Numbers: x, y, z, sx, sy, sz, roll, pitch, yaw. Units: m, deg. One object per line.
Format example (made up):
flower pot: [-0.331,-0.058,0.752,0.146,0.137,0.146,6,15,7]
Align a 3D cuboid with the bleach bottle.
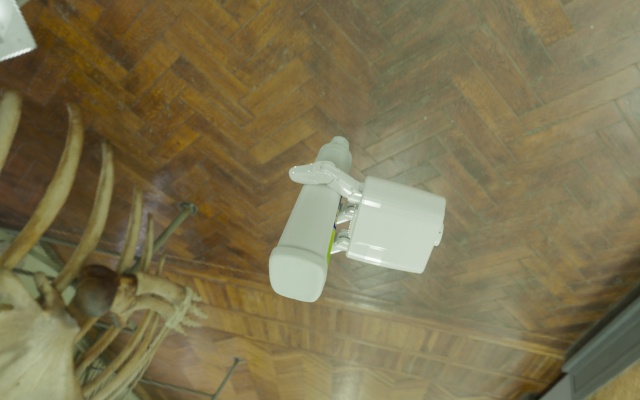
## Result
bleach bottle: [0.000,0.002,0.637,0.068,0.250,0.103,14,-38,5]
